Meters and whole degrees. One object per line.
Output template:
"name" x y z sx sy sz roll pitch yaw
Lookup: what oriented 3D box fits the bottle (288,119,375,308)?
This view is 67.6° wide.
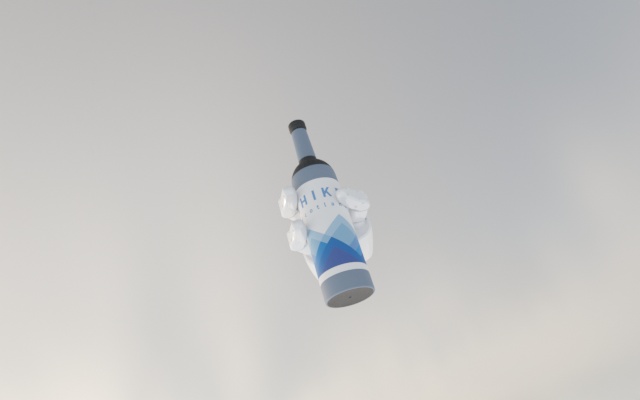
"bottle" 0.000 0.002 0.680 0.069 0.295 0.069 -13 -30 -8
